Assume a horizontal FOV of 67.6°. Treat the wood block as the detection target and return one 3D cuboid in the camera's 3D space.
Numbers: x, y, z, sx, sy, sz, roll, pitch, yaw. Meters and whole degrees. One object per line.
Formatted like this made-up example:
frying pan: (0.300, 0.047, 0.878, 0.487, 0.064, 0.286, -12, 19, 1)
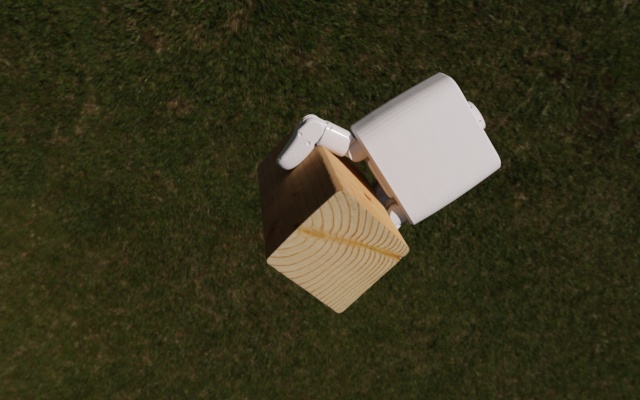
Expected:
wood block: (0.000, 0.001, 0.488, 0.091, 0.090, 0.206, 41, 13, -24)
